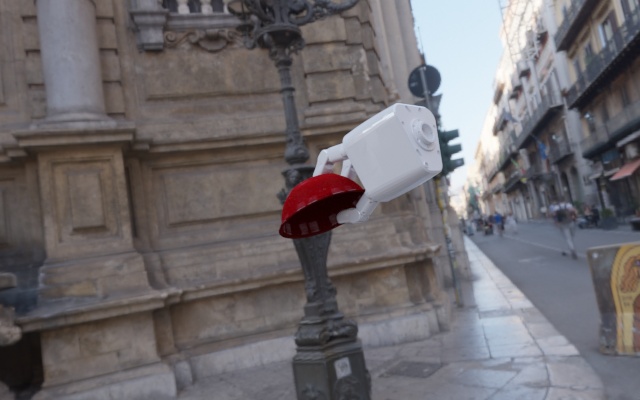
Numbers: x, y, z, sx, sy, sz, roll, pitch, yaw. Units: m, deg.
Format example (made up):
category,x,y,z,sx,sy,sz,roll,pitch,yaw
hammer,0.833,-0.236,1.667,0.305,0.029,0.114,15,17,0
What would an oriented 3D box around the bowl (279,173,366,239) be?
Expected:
category,x,y,z,sx,sy,sz,roll,pitch,yaw
bowl,-0.001,0.003,0.778,0.162,0.055,0.162,-20,-21,-8
